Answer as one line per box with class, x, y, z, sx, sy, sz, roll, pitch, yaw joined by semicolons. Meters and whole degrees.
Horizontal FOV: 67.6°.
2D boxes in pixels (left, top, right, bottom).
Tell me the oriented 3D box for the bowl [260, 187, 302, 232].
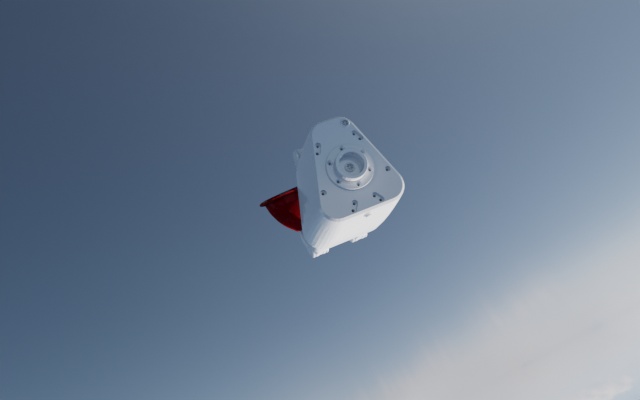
bowl;0.000;0.003;0.666;0.162;0.055;0.162;-21;-1;0
